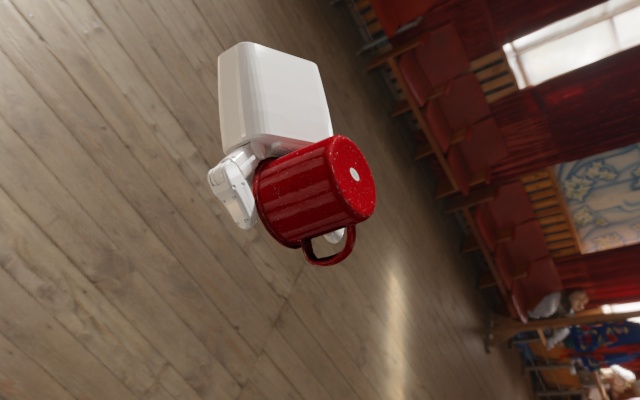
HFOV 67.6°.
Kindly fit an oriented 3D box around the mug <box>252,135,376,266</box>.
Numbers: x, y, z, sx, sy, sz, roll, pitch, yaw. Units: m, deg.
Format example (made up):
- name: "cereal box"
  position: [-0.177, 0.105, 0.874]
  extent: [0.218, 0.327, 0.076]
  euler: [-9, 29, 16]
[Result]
- name: "mug"
  position: [0.000, 0.003, 0.438]
  extent: [0.081, 0.117, 0.093]
  euler: [-20, -18, 30]
